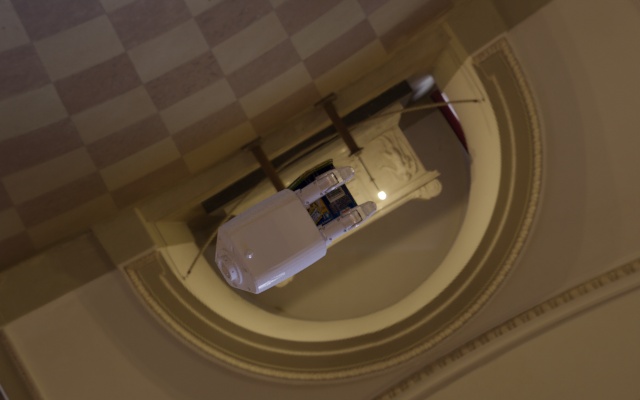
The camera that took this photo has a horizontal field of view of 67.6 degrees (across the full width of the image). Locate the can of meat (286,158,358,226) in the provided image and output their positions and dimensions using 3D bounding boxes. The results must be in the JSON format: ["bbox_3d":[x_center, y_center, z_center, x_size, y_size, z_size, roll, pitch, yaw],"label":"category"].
[{"bbox_3d":[0.000,0.002,0.666,0.057,0.084,0.102,-29,-4,-33],"label":"can of meat"}]
